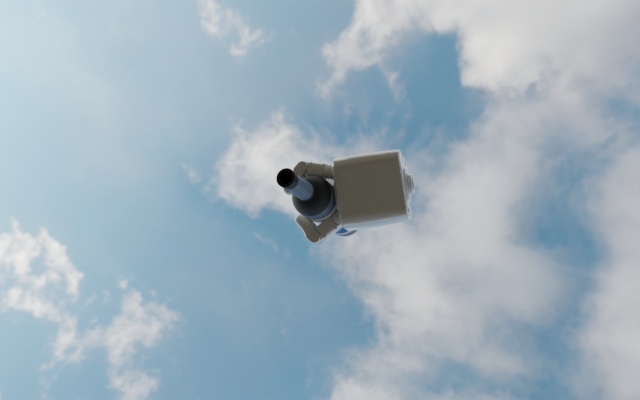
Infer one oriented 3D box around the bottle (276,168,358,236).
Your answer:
[{"bbox_3d":[0.000,0.003,0.778,0.069,0.069,0.296,0,-13,19],"label":"bottle"}]
